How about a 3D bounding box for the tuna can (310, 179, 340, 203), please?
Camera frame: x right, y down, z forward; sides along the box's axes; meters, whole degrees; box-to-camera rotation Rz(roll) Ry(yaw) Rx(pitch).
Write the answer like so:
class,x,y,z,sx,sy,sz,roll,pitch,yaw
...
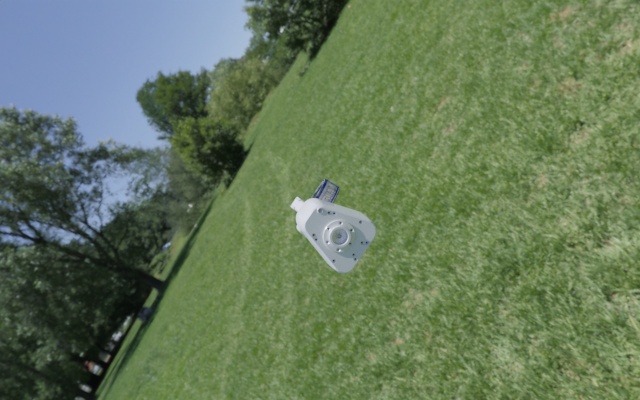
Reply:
class,x,y,z,sx,sy,sz,roll,pitch,yaw
tuna can,0.000,0.003,0.891,0.034,0.086,0.086,32,-4,-6
